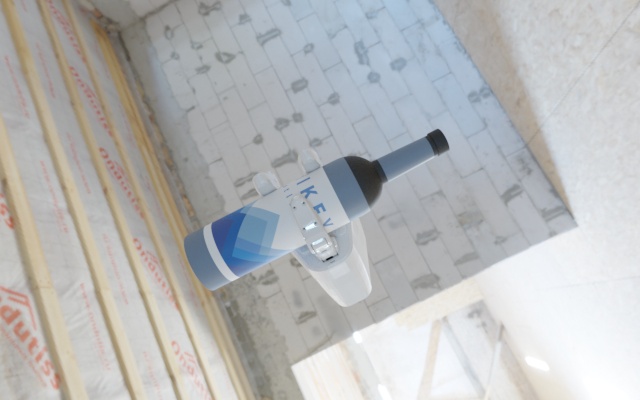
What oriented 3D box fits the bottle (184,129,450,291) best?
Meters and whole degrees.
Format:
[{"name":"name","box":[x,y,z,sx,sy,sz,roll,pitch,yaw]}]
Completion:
[{"name":"bottle","box":[0.000,0.002,0.514,0.296,0.069,0.069,-27,-1,2]}]
